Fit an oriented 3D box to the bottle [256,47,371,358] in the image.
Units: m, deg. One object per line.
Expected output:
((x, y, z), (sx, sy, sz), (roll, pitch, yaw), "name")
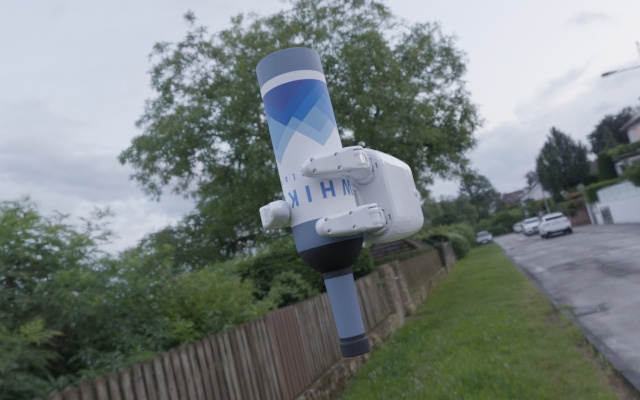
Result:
((0.000, 0.001, 0.467), (0.069, 0.295, 0.069), (-13, -8, -2), "bottle")
